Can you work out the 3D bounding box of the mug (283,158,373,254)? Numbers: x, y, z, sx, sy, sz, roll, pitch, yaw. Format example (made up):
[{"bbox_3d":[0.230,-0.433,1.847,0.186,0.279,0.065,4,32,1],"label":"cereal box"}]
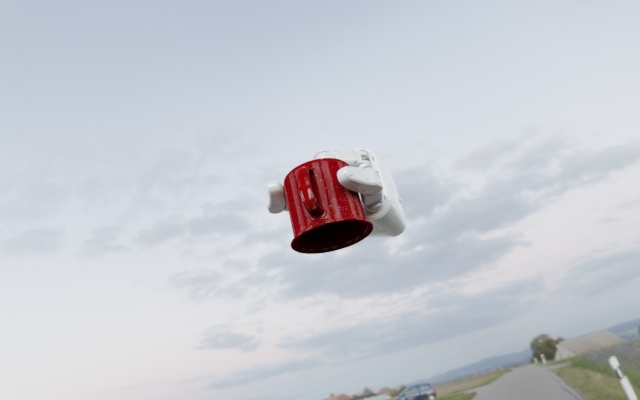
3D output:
[{"bbox_3d":[-0.001,0.001,0.527,0.093,0.081,0.117,-20,-25,14],"label":"mug"}]
